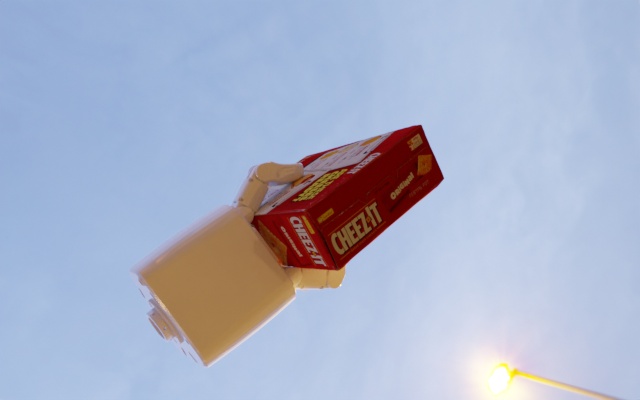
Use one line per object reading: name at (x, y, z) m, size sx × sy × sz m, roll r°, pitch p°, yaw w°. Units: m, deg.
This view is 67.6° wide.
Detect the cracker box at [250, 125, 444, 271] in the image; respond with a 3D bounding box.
cracker box at (0.000, 0.002, 0.521) m, size 0.164 × 0.072 × 0.214 m, roll -37°, pitch 16°, yaw -30°
